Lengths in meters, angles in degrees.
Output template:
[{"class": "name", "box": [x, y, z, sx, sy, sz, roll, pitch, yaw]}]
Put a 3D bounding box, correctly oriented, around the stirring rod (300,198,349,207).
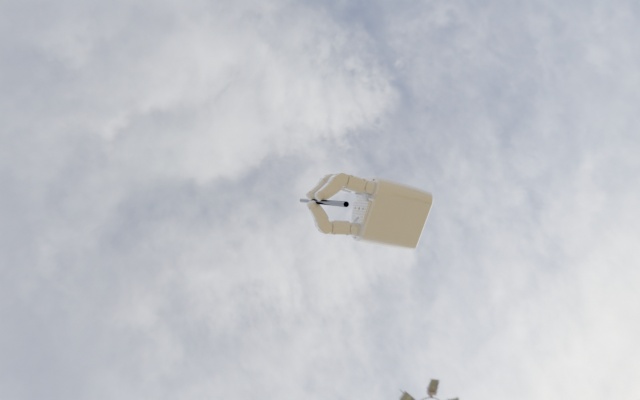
[{"class": "stirring rod", "box": [0.000, 0.003, 0.753, 0.011, 0.011, 0.239, 0, 1, -17]}]
